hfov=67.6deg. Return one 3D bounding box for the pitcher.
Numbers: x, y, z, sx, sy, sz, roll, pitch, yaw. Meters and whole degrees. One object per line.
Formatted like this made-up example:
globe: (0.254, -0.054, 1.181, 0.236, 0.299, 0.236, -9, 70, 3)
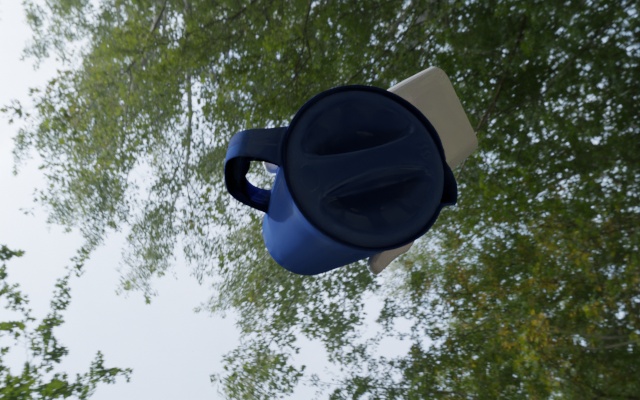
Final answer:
pitcher: (0.000, 0.001, 0.462, 0.145, 0.149, 0.243, -35, -6, -21)
